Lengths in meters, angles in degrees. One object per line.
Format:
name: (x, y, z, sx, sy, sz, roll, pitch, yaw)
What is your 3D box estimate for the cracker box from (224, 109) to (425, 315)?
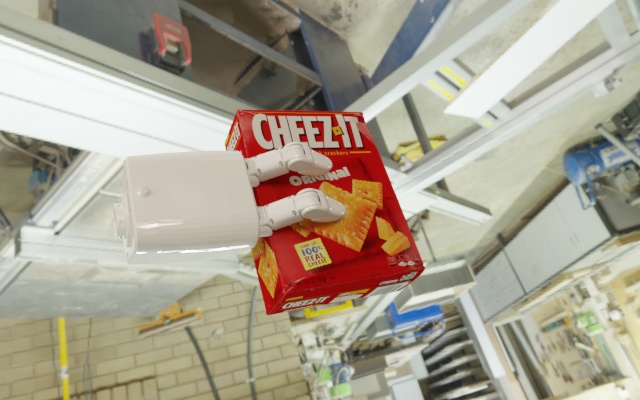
cracker box: (0.000, 0.002, 0.522, 0.164, 0.213, 0.072, -4, -28, -27)
